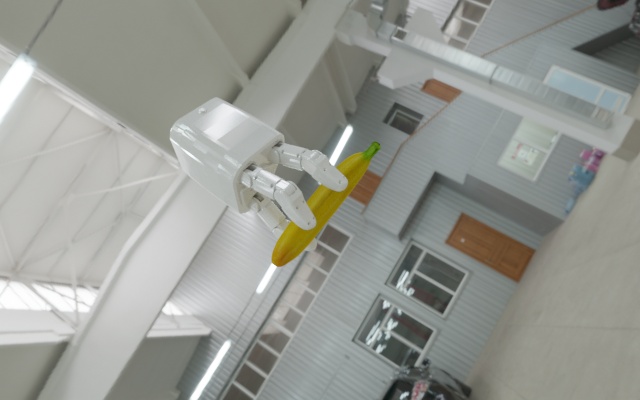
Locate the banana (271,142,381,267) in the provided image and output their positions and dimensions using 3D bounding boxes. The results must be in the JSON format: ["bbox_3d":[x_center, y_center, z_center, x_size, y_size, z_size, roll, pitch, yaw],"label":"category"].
[{"bbox_3d":[0.001,0.005,0.595,0.037,0.197,0.070,37,-16,8],"label":"banana"}]
